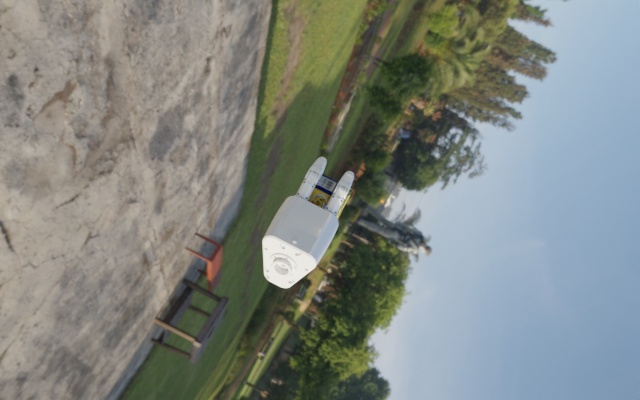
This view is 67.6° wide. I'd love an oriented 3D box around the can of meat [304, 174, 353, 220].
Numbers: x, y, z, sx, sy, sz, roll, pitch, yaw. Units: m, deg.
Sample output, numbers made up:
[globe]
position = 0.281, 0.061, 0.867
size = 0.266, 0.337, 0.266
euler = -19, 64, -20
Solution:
[can of meat]
position = 0.000, 0.003, 0.863
size = 0.084, 0.102, 0.057
euler = 27, 38, 3
